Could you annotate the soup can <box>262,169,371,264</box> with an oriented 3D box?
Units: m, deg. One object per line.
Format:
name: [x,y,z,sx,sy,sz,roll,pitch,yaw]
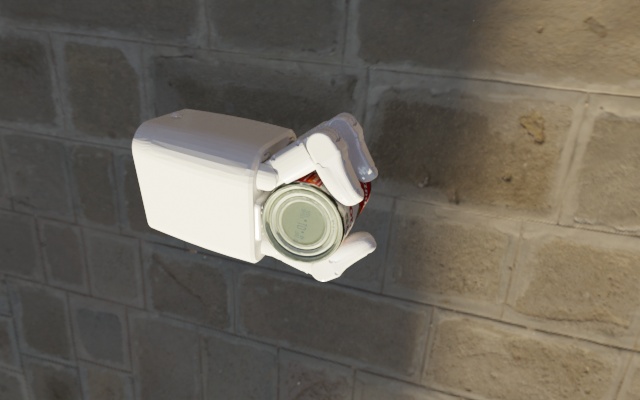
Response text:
soup can: [0.000,0.002,0.403,0.068,0.068,0.102,0,20,18]
